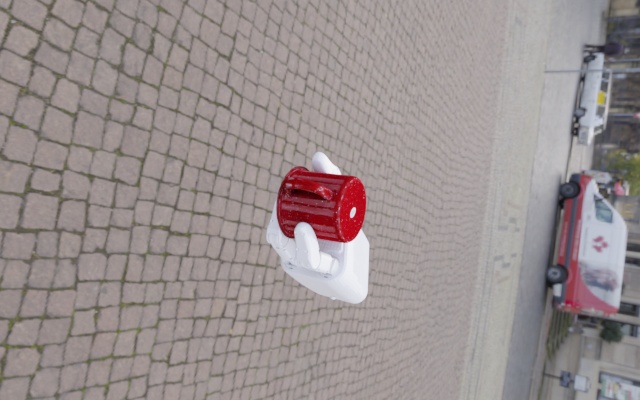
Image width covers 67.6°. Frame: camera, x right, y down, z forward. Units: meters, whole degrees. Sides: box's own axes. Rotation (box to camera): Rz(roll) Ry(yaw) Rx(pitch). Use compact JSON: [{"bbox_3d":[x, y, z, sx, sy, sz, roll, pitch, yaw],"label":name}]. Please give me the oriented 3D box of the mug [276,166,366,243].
[{"bbox_3d":[0.000,0.001,0.576,0.081,0.093,0.117,8,-22,29],"label":"mug"}]
